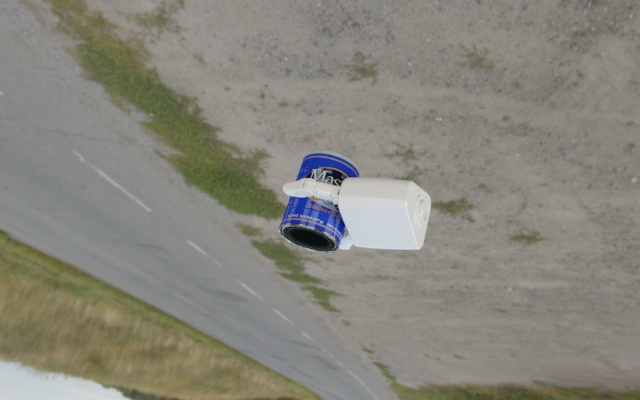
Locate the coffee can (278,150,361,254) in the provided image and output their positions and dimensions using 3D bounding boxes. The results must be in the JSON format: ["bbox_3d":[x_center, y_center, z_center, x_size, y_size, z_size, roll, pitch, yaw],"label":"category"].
[{"bbox_3d":[0.000,0.002,0.787,0.103,0.140,0.103,15,-25,7],"label":"coffee can"}]
